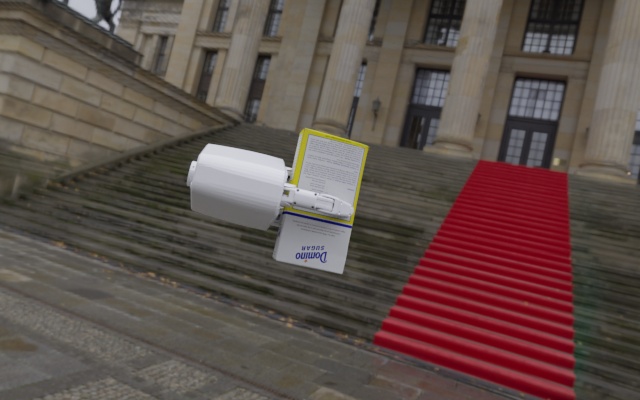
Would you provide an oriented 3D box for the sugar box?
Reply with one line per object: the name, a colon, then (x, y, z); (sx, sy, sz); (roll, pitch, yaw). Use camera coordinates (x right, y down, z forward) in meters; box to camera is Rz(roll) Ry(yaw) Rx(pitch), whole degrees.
sugar box: (0.000, 0.002, 0.636); (0.093, 0.176, 0.048); (14, -3, -10)
